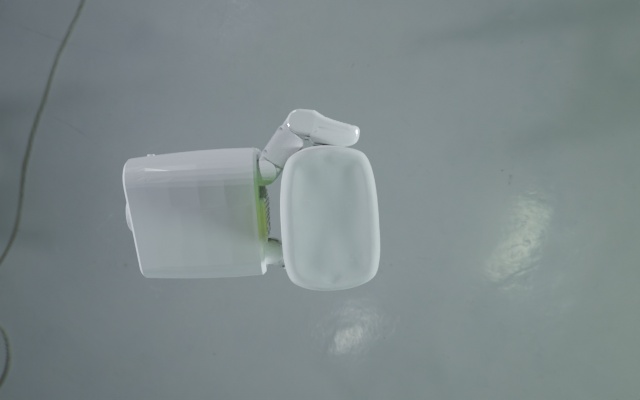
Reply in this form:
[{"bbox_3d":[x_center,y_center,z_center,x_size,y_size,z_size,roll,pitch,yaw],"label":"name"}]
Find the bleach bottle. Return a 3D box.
[{"bbox_3d":[0.000,0.001,0.444,0.068,0.102,0.251,-3,5,-3],"label":"bleach bottle"}]
